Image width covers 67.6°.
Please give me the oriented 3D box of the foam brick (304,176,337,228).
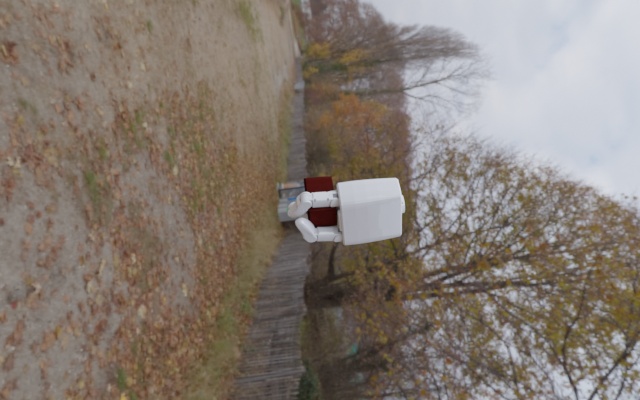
[{"bbox_3d":[0.000,0.003,0.855,0.051,0.078,0.053,-7,-36,-1],"label":"foam brick"}]
